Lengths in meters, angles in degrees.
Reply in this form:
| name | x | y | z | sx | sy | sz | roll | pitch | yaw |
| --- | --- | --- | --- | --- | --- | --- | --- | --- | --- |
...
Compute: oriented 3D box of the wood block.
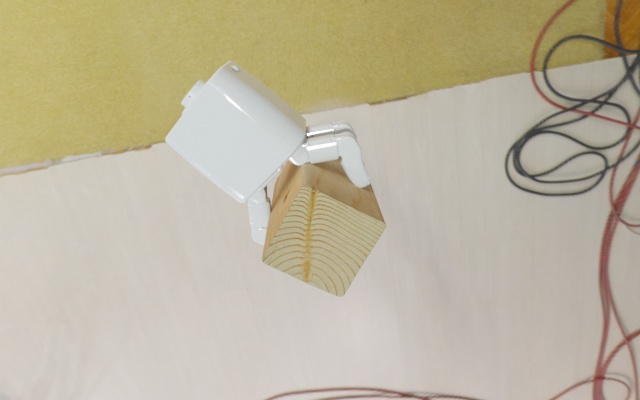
| name | x | y | z | sx | sy | sz | roll | pitch | yaw |
| --- | --- | --- | --- | --- | --- | --- | --- | --- | --- |
| wood block | 0.000 | 0.002 | 0.536 | 0.090 | 0.091 | 0.206 | 26 | 19 | -11 |
